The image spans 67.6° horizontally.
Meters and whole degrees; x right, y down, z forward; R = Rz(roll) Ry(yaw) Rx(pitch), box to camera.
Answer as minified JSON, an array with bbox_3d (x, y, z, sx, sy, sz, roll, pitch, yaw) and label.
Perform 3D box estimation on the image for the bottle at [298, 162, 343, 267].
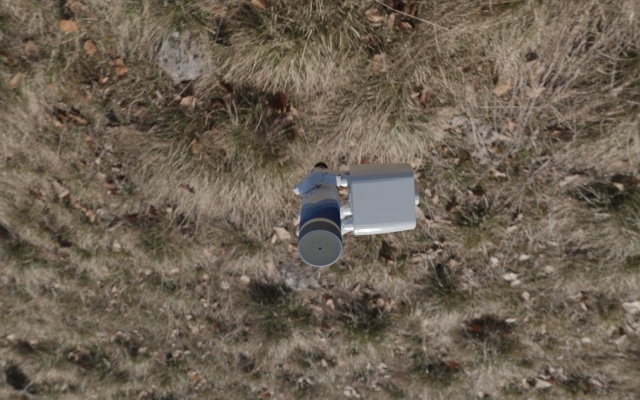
[{"bbox_3d":[0.000,0.003,0.831,0.069,0.069,0.295,0,28,0],"label":"bottle"}]
